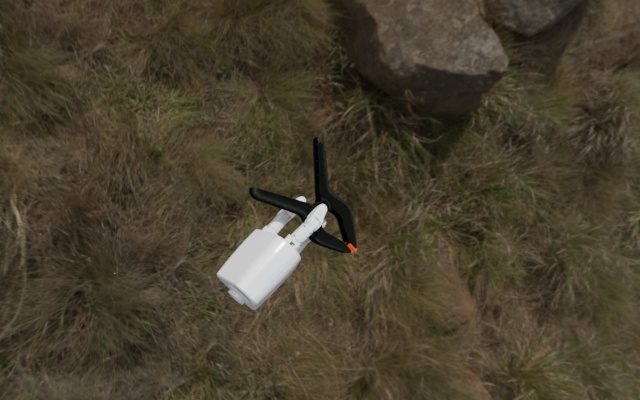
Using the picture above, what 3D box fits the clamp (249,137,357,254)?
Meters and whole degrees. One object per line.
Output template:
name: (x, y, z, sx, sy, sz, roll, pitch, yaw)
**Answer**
clamp: (0.001, 0.003, 0.843, 0.164, 0.210, 0.036, -47, 11, -19)
